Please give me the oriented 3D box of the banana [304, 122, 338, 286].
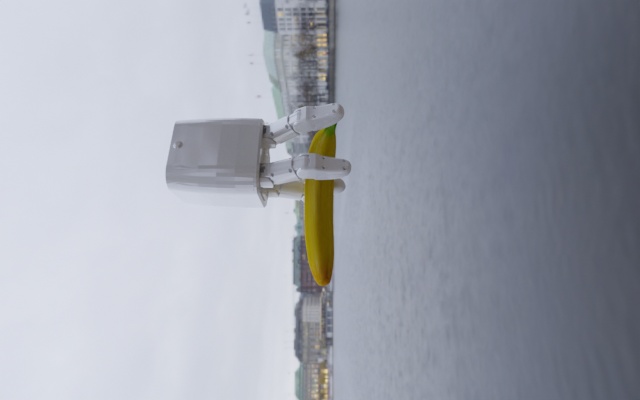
[{"bbox_3d":[-0.001,0.000,0.569,0.037,0.198,0.069,2,-6,-3],"label":"banana"}]
